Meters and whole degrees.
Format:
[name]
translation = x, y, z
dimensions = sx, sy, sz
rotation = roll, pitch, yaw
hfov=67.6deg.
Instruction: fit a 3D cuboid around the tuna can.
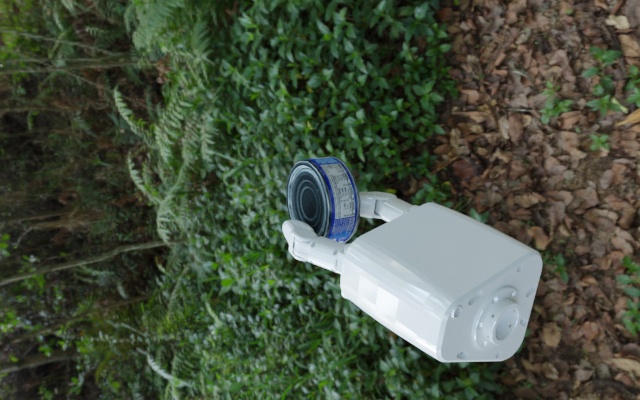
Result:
[tuna can]
translation = 0.000, 0.002, 0.458
dimensions = 0.034, 0.086, 0.086
rotation = -8, 4, -30
